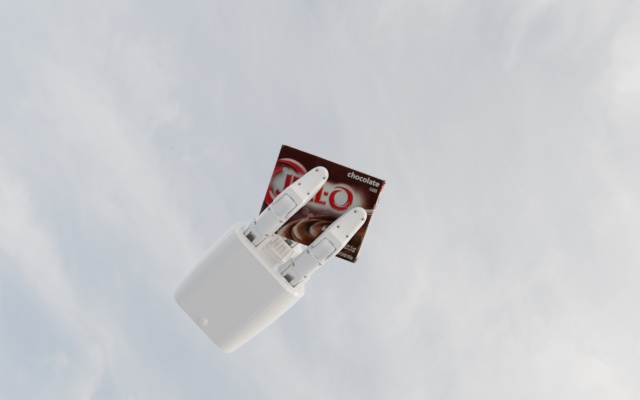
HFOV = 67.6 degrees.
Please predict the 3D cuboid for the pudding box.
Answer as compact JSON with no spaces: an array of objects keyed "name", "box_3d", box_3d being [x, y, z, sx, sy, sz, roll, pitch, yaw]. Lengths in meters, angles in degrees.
[{"name":"pudding box","box_3d":[0.000,0.002,0.493,0.113,0.090,0.039,20,9,6]}]
